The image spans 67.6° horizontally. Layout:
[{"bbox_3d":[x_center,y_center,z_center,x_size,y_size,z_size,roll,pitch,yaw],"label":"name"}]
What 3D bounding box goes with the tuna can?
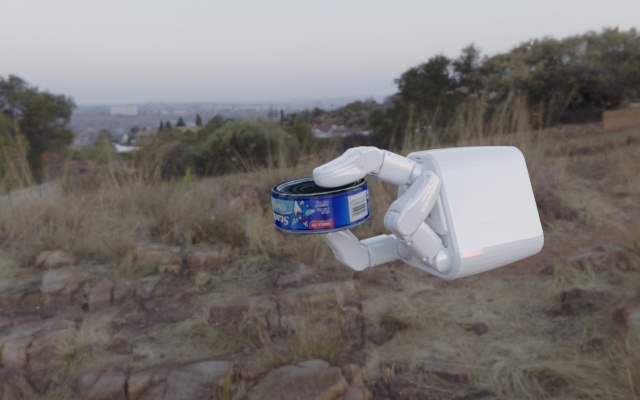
[{"bbox_3d":[0.000,0.001,0.417,0.086,0.034,0.086,-6,13,1],"label":"tuna can"}]
